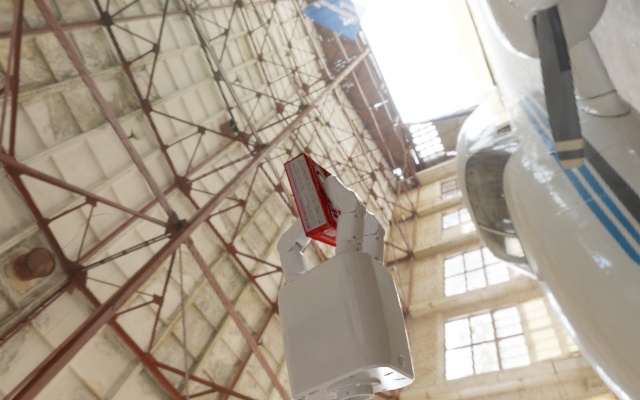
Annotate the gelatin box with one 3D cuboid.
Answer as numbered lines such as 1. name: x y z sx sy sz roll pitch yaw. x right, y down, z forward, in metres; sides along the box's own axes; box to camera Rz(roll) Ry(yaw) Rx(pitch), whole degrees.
1. gelatin box: 0.000 0.002 0.513 0.030 0.089 0.073 -27 -25 17
